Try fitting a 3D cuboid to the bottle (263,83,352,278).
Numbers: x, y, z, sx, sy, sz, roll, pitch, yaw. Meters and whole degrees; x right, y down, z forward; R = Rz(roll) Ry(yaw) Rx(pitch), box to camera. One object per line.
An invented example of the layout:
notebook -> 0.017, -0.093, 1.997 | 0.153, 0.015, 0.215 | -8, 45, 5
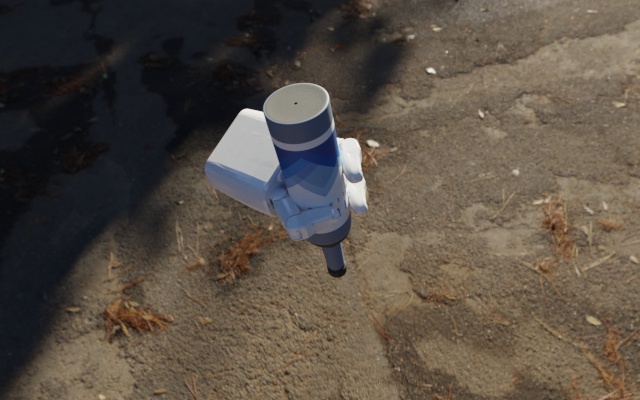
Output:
bottle -> 0.000, 0.002, 0.573 | 0.069, 0.069, 0.296 | 0, -41, 13
